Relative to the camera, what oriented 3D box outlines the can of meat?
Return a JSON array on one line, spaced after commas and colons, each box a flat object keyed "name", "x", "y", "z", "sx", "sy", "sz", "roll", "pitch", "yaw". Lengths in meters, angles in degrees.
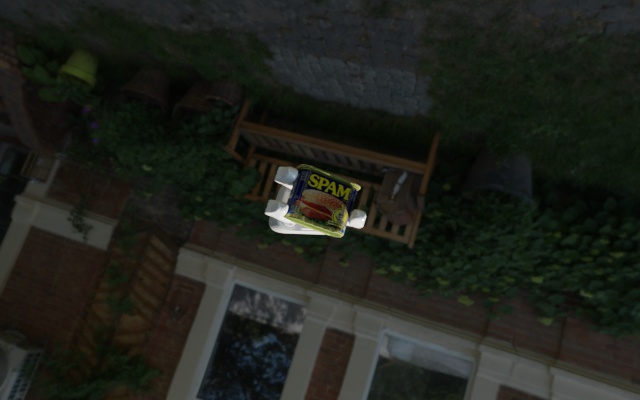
[{"name": "can of meat", "x": 0.000, "y": 0.003, "z": 0.739, "sx": 0.102, "sy": 0.084, "sz": 0.057, "roll": 21, "pitch": -11, "yaw": -16}]
